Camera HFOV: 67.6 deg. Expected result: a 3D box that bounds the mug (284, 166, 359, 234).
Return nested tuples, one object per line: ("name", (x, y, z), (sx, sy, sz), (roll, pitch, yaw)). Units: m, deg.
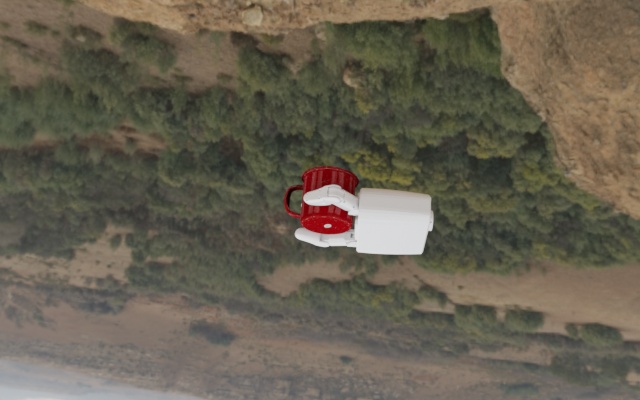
("mug", (-0.001, 0.003, 0.753), (0.117, 0.081, 0.093), (3, -24, 6))
